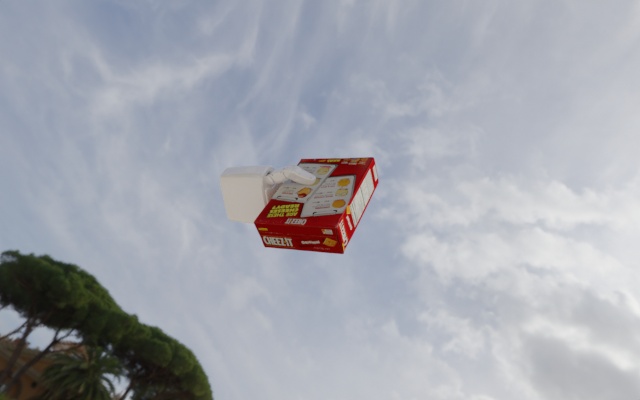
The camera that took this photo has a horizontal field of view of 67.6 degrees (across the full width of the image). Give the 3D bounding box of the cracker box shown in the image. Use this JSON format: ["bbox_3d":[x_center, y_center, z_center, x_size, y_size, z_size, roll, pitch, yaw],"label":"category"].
[{"bbox_3d":[0.000,0.003,0.899,0.164,0.072,0.213,2,38,27],"label":"cracker box"}]
